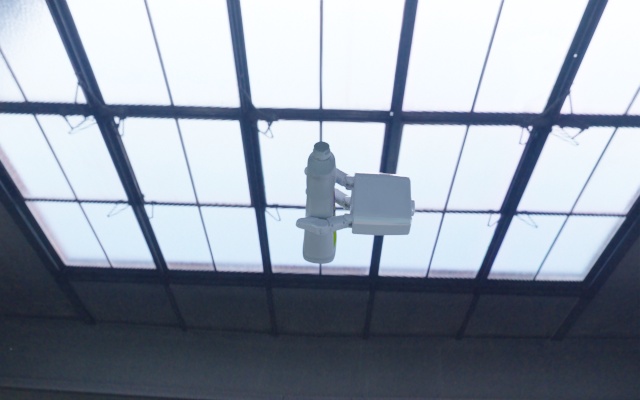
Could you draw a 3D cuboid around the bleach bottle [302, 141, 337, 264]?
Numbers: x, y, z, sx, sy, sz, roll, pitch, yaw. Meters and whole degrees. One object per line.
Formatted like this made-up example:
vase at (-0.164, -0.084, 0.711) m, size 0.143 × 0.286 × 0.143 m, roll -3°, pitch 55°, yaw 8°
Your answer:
bleach bottle at (0.000, 0.003, 0.885) m, size 0.068 × 0.102 × 0.251 m, roll 4°, pitch -44°, yaw 3°
